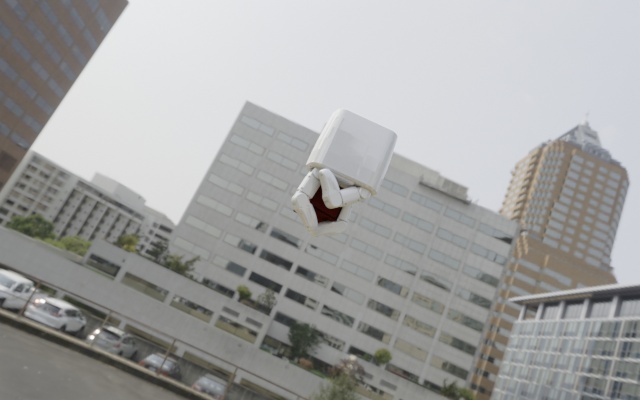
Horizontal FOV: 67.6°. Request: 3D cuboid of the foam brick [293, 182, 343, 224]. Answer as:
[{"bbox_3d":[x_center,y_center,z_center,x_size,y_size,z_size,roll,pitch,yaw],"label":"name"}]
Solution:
[{"bbox_3d":[0.000,0.003,0.768,0.053,0.051,0.078,29,-17,-17],"label":"foam brick"}]
